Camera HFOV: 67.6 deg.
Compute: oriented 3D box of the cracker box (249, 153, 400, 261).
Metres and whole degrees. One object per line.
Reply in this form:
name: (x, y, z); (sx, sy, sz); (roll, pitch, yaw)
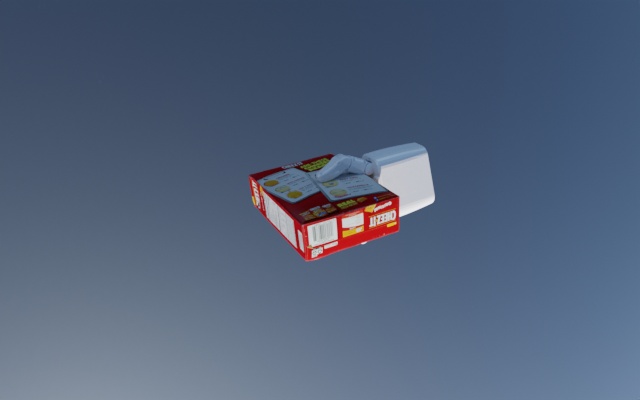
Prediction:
cracker box: (0.000, 0.002, 0.773); (0.164, 0.072, 0.213); (-16, 29, -23)
